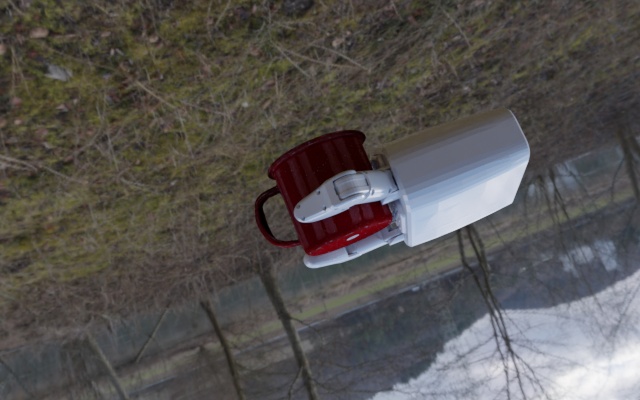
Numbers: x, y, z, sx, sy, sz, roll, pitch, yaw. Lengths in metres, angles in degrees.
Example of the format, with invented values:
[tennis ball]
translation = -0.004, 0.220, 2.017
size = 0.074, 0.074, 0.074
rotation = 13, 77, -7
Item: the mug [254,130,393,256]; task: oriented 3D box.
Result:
[mug]
translation = -0.001, 0.002, 0.414
size = 0.117, 0.081, 0.093
rotation = -22, -12, -1
